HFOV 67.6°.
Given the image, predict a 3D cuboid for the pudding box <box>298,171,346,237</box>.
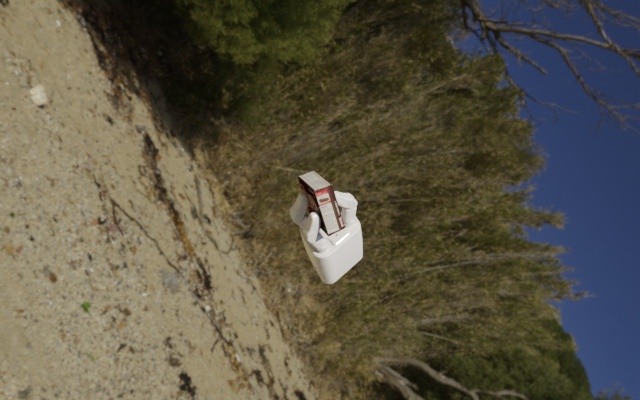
[{"bbox_3d":[0.000,0.003,0.862,0.039,0.090,0.113,-23,21,-12],"label":"pudding box"}]
